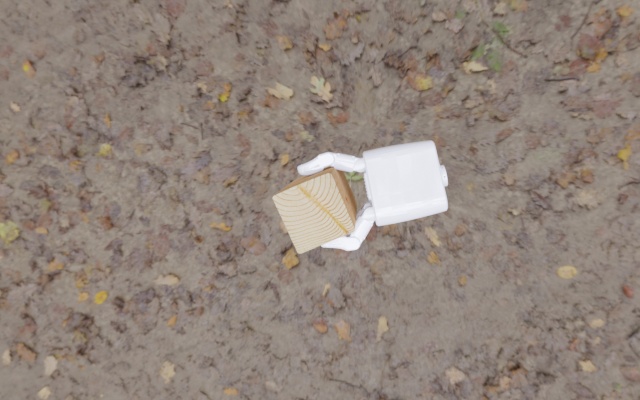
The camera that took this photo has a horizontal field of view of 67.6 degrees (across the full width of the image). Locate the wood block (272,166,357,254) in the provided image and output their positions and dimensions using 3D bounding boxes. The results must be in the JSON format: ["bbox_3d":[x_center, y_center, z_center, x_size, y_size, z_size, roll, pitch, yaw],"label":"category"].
[{"bbox_3d":[0.000,0.002,0.750,0.090,0.091,0.206,-23,6,8],"label":"wood block"}]
